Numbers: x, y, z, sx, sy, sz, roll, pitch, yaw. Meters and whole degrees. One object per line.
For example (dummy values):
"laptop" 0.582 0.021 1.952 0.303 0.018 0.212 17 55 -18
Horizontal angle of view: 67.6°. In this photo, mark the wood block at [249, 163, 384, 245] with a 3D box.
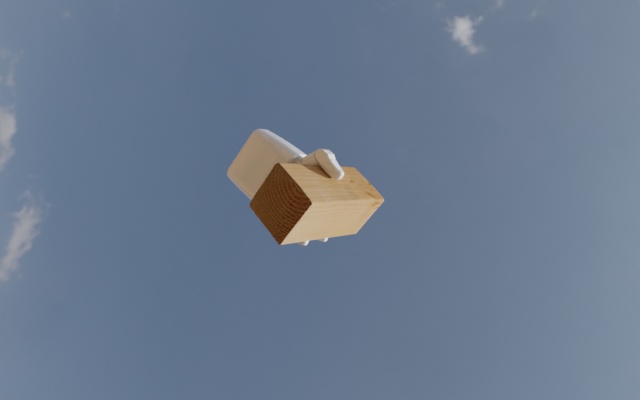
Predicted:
"wood block" 0.000 0.002 0.777 0.206 0.091 0.090 -3 46 -53
